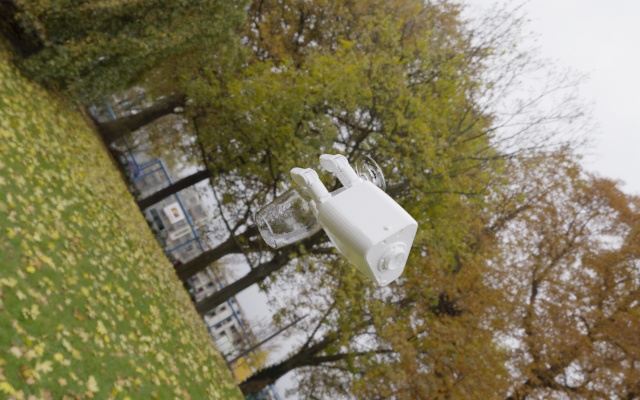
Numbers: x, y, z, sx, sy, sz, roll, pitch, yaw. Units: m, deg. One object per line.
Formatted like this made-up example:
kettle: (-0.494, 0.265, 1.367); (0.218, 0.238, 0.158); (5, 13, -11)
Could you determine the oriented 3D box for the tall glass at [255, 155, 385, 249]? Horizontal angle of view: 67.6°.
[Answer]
tall glass: (0.001, 0.002, 0.741); (0.201, 0.079, 0.079); (-27, 11, -21)
